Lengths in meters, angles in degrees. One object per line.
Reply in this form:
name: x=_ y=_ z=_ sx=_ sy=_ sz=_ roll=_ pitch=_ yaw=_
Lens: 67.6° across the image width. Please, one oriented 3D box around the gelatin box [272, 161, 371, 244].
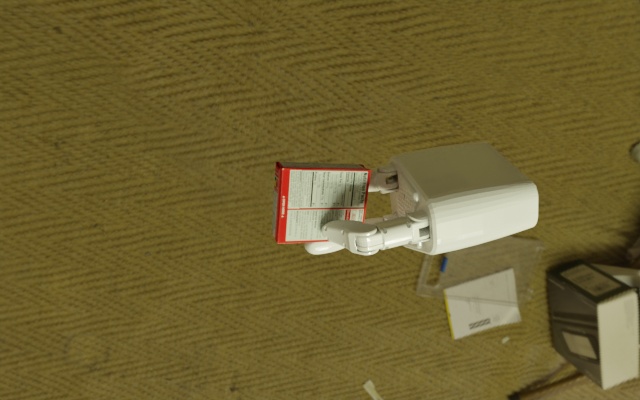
gelatin box: x=0.000 y=0.002 z=0.457 sx=0.089 sy=0.073 sz=0.030 roll=-1 pitch=17 yaw=-18
